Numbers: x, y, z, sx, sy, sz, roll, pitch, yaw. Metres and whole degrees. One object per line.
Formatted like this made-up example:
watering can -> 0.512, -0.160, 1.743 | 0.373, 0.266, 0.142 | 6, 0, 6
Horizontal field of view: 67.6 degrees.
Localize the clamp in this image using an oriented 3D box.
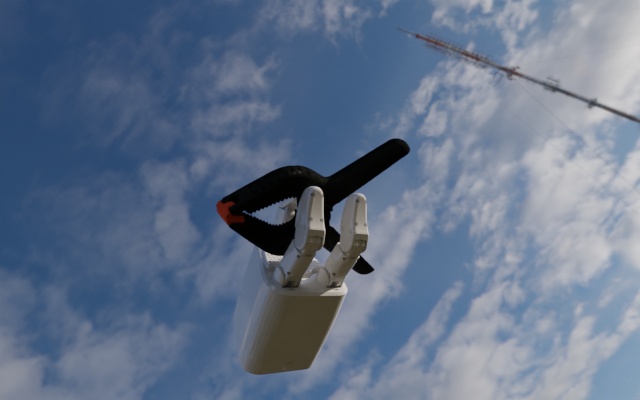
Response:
clamp -> -0.001, 0.001, 0.489 | 0.210, 0.164, 0.036 | 7, 19, -36
